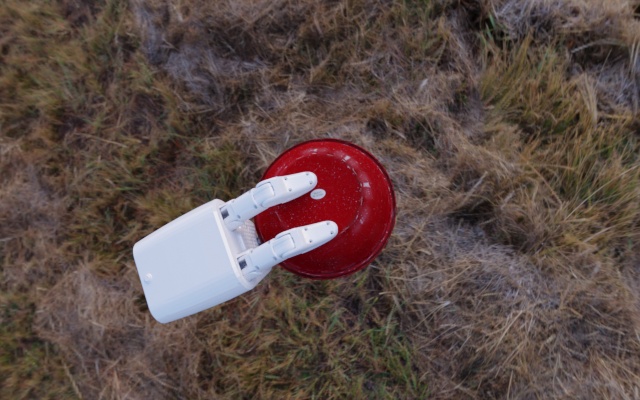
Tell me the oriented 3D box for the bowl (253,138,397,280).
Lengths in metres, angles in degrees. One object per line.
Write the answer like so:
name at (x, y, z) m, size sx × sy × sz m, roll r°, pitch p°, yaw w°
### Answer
bowl at (0.001, 0.001, 0.507) m, size 0.162 × 0.162 × 0.055 m, roll 0°, pitch -13°, yaw 7°
